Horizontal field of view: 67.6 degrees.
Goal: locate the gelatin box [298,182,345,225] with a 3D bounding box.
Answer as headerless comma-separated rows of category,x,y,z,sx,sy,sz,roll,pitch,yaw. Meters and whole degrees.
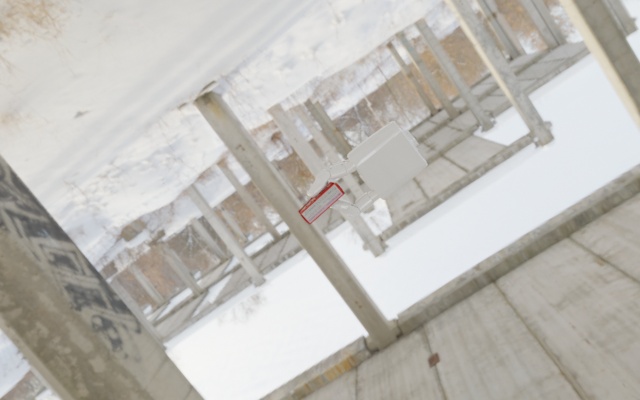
gelatin box,0.000,0.004,0.894,0.089,0.030,0.073,-43,6,-2
